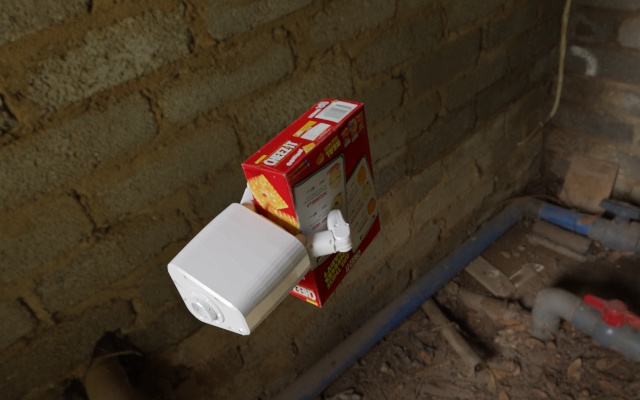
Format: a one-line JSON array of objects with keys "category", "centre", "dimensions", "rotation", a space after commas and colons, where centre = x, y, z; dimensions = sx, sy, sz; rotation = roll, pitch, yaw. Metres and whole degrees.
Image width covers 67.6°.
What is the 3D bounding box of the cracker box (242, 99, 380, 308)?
[{"category": "cracker box", "centre": [0.000, 0.002, 0.614], "dimensions": [0.072, 0.214, 0.164], "rotation": [17, 46, 32]}]
